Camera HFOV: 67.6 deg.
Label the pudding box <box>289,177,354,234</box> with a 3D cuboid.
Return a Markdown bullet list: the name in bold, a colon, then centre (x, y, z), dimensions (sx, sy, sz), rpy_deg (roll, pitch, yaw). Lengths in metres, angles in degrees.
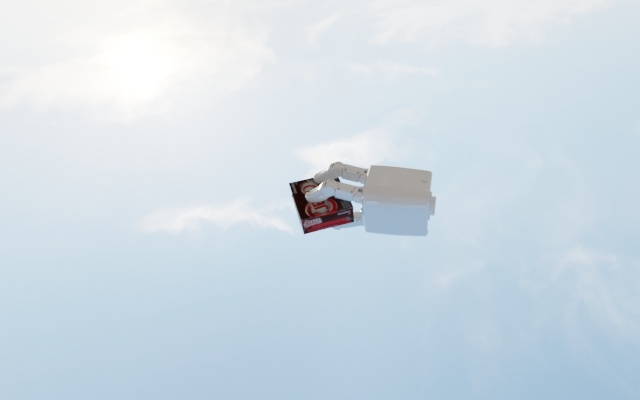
- **pudding box**: centre (0.000, 0.003, 0.829), dimensions (0.090, 0.039, 0.113), rpy_deg (-13, 36, -8)
